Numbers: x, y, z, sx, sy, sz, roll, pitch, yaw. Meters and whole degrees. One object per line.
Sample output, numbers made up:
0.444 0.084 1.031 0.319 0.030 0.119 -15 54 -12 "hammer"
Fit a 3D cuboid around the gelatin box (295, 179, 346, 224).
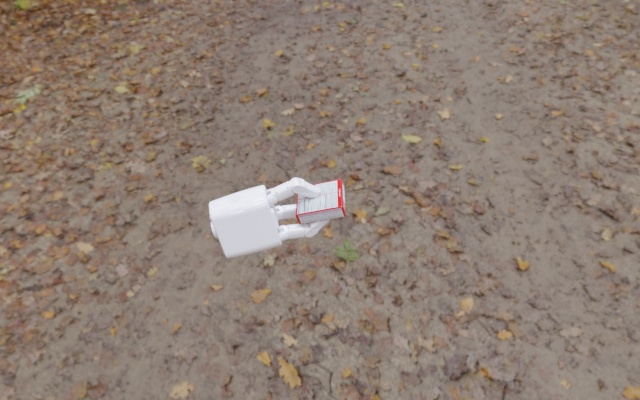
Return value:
0.000 0.002 0.880 0.089 0.073 0.030 -11 -46 11 "gelatin box"
